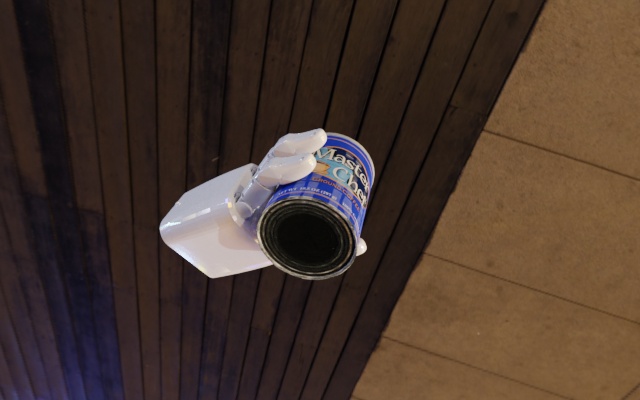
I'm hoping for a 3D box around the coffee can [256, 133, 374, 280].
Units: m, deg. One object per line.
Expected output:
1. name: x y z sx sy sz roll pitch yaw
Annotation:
1. coffee can: 0.000 0.002 0.524 0.103 0.103 0.140 0 33 14
